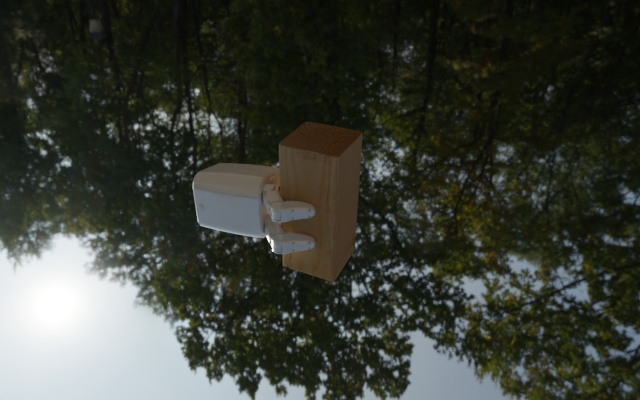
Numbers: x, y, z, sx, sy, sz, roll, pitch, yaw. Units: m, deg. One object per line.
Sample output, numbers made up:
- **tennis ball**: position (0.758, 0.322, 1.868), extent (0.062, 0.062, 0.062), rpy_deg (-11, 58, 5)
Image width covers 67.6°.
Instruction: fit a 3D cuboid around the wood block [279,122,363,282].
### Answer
- **wood block**: position (0.000, 0.002, 0.698), extent (0.090, 0.206, 0.090), rpy_deg (14, 35, 19)
